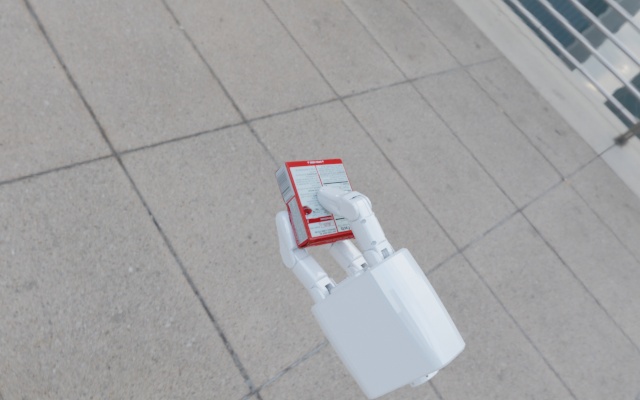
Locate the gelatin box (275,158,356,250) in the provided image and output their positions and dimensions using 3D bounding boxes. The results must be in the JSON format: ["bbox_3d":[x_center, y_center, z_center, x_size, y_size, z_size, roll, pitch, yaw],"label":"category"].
[{"bbox_3d":[0.000,0.001,0.501,0.073,0.089,0.030,-8,-19,-34],"label":"gelatin box"}]
